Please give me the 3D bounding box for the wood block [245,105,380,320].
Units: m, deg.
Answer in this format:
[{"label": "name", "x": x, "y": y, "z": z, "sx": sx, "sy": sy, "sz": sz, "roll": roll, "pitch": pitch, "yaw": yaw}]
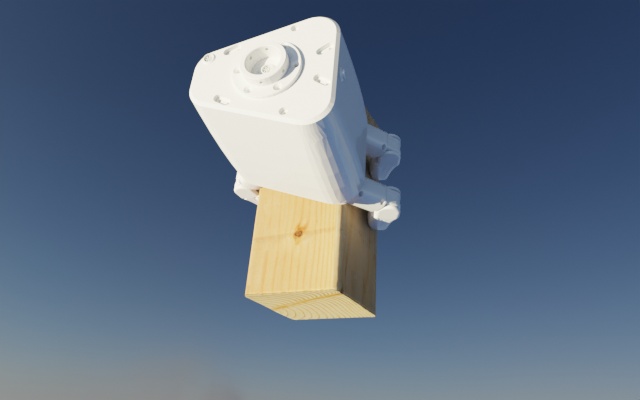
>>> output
[{"label": "wood block", "x": 0.000, "y": 0.002, "z": 0.464, "sx": 0.091, "sy": 0.206, "sz": 0.090, "roll": -9, "pitch": -29, "yaw": 26}]
